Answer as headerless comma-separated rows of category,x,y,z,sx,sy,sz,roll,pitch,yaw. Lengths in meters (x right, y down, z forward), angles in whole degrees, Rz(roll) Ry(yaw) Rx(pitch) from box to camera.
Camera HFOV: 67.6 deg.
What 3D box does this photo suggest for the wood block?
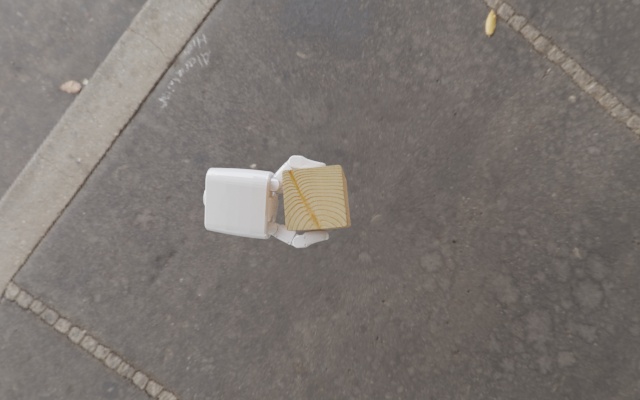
wood block,0.000,0.003,0.785,0.090,0.091,0.206,-5,-3,5
